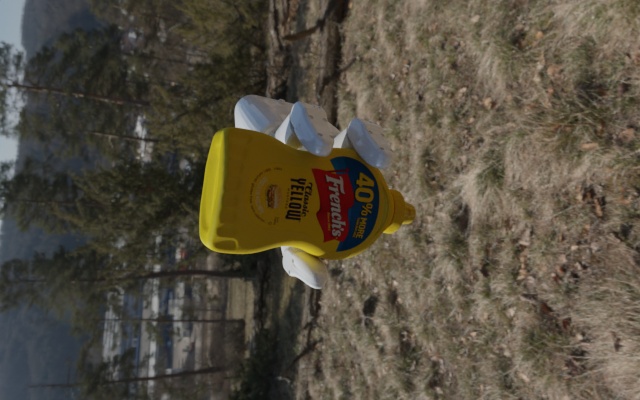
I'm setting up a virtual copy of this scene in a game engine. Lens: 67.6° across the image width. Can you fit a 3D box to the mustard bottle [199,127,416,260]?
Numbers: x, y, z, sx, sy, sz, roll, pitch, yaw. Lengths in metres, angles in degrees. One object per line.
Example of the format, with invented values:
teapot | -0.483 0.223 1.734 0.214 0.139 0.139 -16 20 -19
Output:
mustard bottle | 0.000 0.001 0.406 0.191 0.096 0.058 8 0 -28
